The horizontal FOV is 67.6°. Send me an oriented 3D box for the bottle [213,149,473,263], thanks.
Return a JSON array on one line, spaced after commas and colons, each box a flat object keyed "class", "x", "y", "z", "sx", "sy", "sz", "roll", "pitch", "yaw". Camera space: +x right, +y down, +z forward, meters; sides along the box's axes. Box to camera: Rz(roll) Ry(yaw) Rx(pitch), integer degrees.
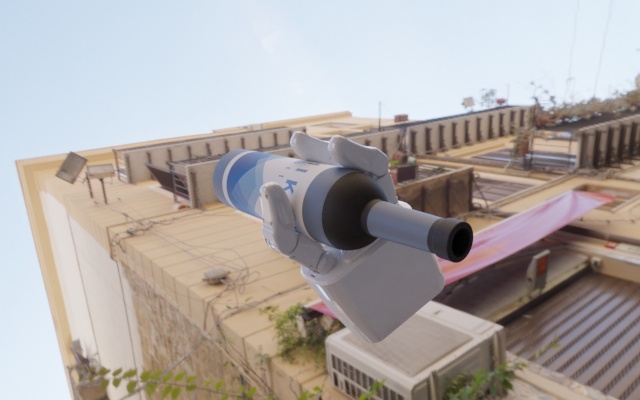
[{"class": "bottle", "x": 0.000, "y": 0.001, "z": 0.418, "sx": 0.069, "sy": 0.069, "sz": 0.295, "roll": 0, "pitch": 10, "yaw": -38}]
